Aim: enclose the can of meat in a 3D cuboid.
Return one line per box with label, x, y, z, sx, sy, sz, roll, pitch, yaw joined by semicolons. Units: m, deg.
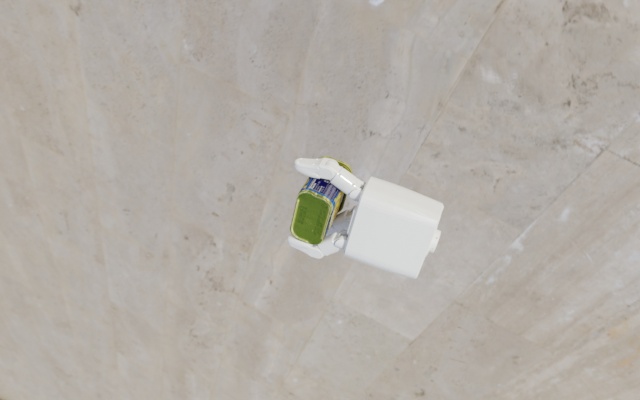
can of meat;0.000;0.002;0.683;0.057;0.102;0.084;22;44;8
